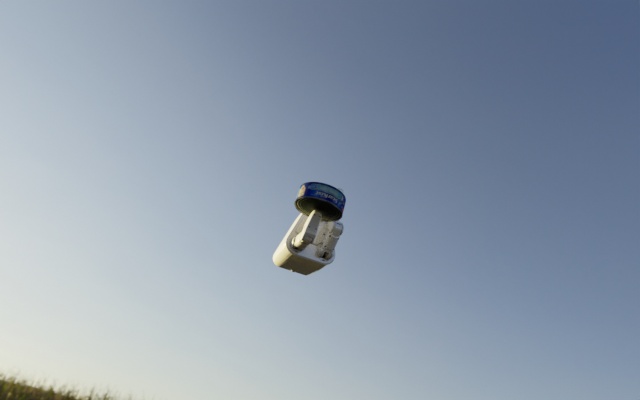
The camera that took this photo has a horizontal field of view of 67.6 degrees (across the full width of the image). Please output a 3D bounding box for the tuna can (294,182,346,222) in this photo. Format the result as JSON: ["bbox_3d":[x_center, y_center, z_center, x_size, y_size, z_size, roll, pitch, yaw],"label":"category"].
[{"bbox_3d":[0.000,0.002,0.825,0.086,0.033,0.086,13,-25,6],"label":"tuna can"}]
